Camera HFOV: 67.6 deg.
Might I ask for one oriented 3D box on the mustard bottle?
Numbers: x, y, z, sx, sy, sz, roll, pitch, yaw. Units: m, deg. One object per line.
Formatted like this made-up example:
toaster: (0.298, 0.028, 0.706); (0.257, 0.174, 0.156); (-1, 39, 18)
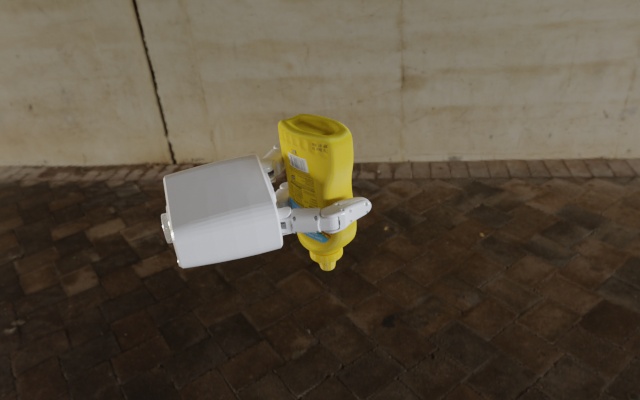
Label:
mustard bottle: (0.000, 0.001, 0.556); (0.058, 0.192, 0.096); (-27, 36, -32)
